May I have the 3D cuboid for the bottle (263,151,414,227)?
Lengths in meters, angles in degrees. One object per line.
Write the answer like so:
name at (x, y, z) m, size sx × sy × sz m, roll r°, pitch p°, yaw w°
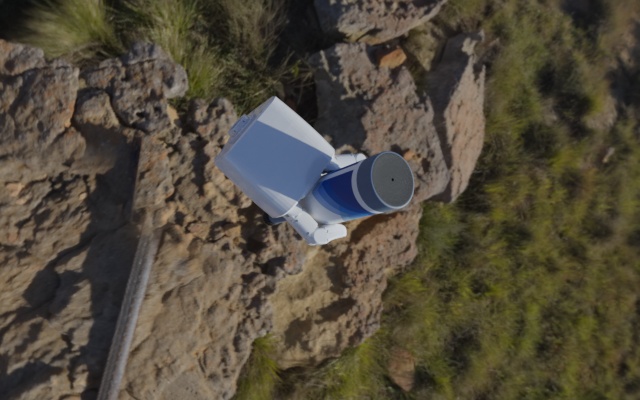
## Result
bottle at (0.000, 0.002, 0.654) m, size 0.069 × 0.069 × 0.296 m, roll 0°, pitch -10°, yaw -34°
